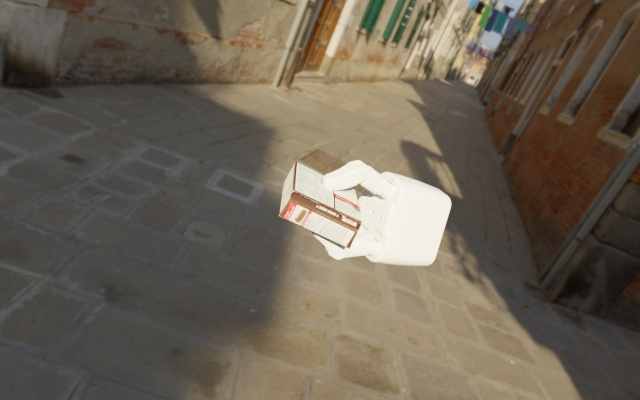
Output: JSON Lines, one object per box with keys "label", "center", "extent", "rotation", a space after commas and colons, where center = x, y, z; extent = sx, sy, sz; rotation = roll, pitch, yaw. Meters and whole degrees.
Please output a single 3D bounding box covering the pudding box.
{"label": "pudding box", "center": [0.000, 0.002, 0.570], "extent": [0.090, 0.039, 0.113], "rotation": [25, 17, -10]}
